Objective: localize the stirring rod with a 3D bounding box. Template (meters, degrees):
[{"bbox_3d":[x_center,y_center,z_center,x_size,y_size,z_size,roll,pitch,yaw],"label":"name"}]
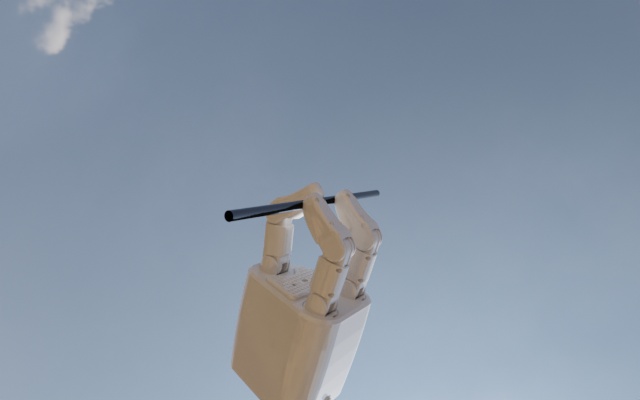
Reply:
[{"bbox_3d":[0.000,0.001,0.421,0.011,0.011,0.239,0,4,31],"label":"stirring rod"}]
